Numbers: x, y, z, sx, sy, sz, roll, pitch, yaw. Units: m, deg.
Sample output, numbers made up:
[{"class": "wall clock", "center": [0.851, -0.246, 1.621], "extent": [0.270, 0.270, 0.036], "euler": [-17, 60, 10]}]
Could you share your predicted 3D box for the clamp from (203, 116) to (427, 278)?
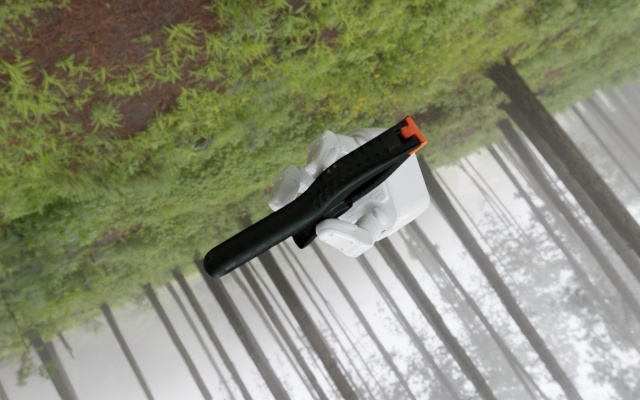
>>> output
[{"class": "clamp", "center": [0.001, 0.002, 0.428], "extent": [0.210, 0.036, 0.164], "euler": [-40, -12, 31]}]
